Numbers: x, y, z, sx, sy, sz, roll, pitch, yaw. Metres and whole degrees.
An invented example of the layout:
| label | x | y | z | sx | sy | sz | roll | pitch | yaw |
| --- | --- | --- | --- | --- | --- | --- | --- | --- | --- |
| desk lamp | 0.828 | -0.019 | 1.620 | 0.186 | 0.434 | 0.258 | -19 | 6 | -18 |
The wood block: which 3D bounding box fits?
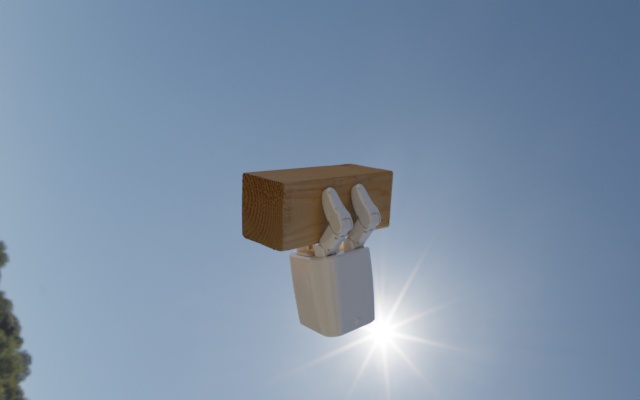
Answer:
| label | x | y | z | sx | sy | sz | roll | pitch | yaw |
| --- | --- | --- | --- | --- | --- | --- | --- | --- | --- |
| wood block | 0.000 | 0.003 | 0.673 | 0.206 | 0.090 | 0.091 | -8 | 15 | -43 |
